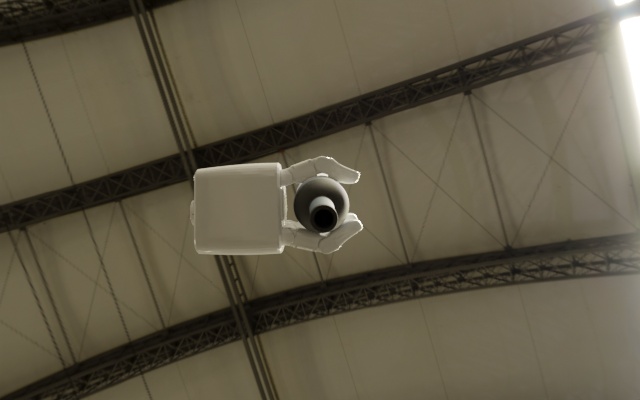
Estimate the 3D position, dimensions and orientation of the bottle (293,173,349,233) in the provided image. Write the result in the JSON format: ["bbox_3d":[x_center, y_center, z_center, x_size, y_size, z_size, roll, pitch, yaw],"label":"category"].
[{"bbox_3d":[0.000,0.002,0.605,0.069,0.069,0.295,0,6,-1],"label":"bottle"}]
